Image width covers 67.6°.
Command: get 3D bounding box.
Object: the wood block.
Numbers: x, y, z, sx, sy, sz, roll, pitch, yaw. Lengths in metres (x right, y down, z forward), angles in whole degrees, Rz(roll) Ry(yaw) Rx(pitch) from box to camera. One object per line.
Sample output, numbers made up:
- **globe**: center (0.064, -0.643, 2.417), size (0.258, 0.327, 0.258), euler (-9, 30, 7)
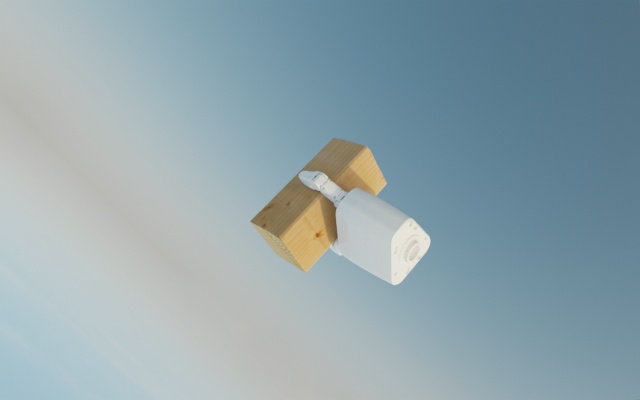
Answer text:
- **wood block**: center (0.000, 0.003, 0.783), size (0.090, 0.206, 0.091), euler (23, -27, 48)
